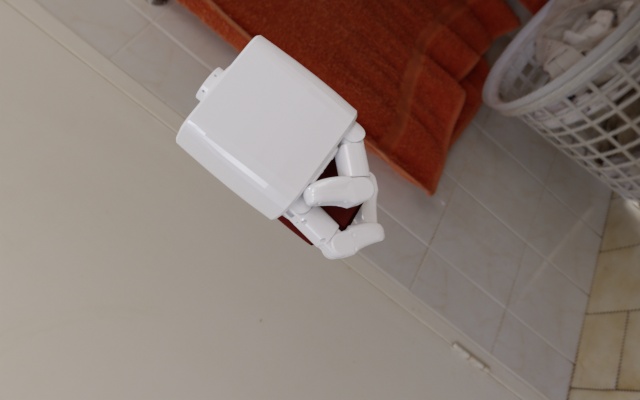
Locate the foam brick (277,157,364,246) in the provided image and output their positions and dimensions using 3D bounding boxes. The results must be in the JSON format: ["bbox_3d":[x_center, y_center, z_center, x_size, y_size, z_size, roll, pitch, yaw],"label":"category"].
[{"bbox_3d":[0.000,0.002,0.454,0.051,0.053,0.078,38,-28,-11],"label":"foam brick"}]
